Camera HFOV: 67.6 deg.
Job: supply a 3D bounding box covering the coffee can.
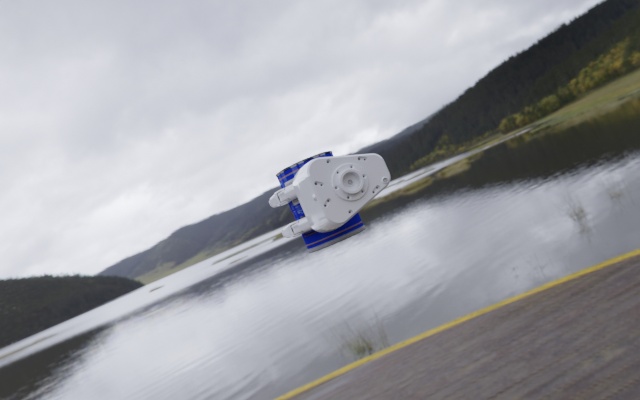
[{"bbox_3d":[0.000,0.003,0.790,0.103,0.140,0.103,-23,-2,-1],"label":"coffee can"}]
